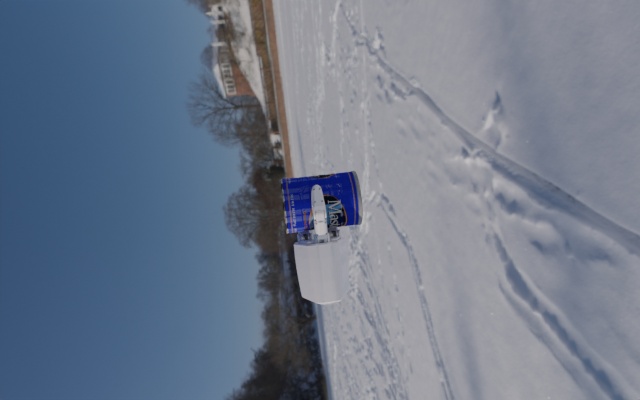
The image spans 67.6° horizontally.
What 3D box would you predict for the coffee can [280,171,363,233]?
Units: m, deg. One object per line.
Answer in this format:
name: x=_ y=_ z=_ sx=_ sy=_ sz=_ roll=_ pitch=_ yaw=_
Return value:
coffee can: x=0.000 y=0.003 z=0.890 sx=0.140 sy=0.103 sz=0.103 roll=-7 pitch=0 yaw=-4
